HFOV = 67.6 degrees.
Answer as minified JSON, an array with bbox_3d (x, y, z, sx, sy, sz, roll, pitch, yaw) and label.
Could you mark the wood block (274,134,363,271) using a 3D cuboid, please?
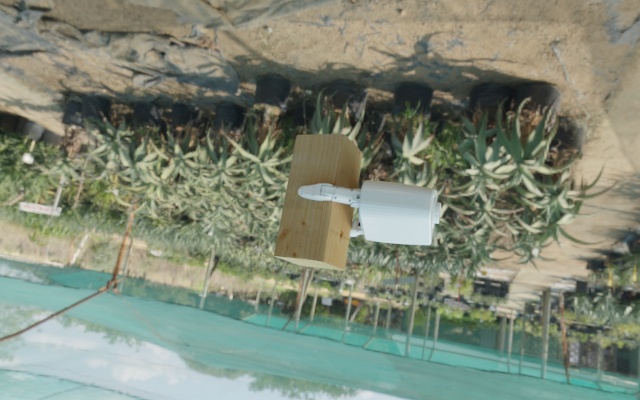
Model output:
[{"bbox_3d":[0.000,0.003,0.789,0.090,0.206,0.091,3,-15,27],"label":"wood block"}]
